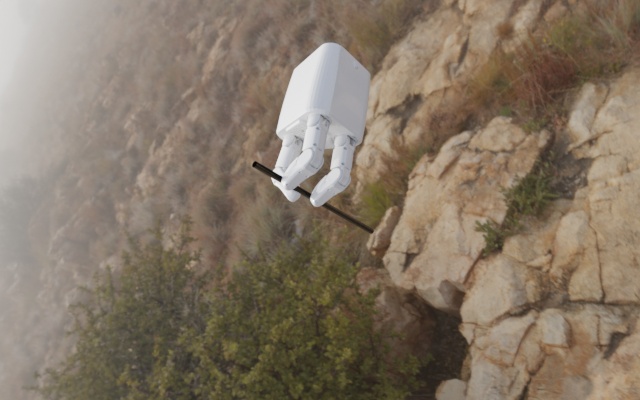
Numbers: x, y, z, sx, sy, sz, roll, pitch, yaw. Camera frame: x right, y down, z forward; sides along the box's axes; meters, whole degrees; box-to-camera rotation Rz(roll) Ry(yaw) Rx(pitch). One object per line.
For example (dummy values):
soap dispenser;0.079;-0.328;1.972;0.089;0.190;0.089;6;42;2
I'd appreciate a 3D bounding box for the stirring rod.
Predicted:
stirring rod;0.000;0.002;0.638;0.011;0.011;0.240;0;-22;44
